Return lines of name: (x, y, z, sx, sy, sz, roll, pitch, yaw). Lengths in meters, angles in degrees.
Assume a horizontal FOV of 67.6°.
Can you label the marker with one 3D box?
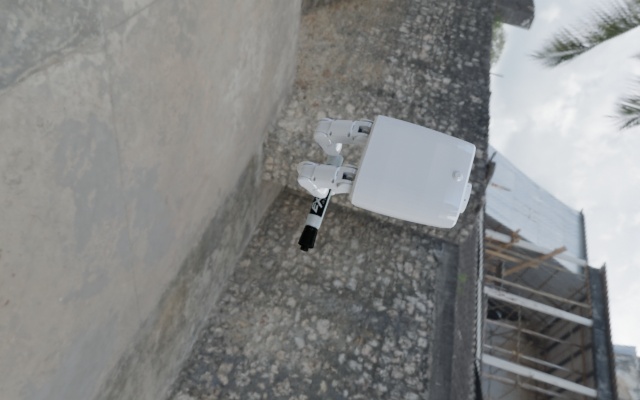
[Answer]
marker: (0.000, 0.002, 0.557, 0.020, 0.121, 0.020, 17, -16, 5)
